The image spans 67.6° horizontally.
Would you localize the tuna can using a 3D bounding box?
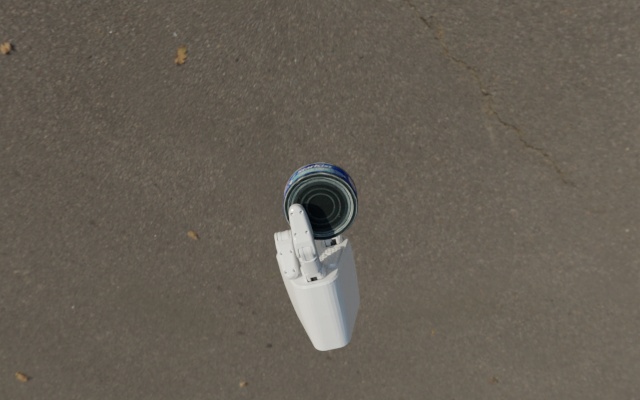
[{"bbox_3d":[0.000,0.002,0.545,0.086,0.086,0.033,0,23,0],"label":"tuna can"}]
